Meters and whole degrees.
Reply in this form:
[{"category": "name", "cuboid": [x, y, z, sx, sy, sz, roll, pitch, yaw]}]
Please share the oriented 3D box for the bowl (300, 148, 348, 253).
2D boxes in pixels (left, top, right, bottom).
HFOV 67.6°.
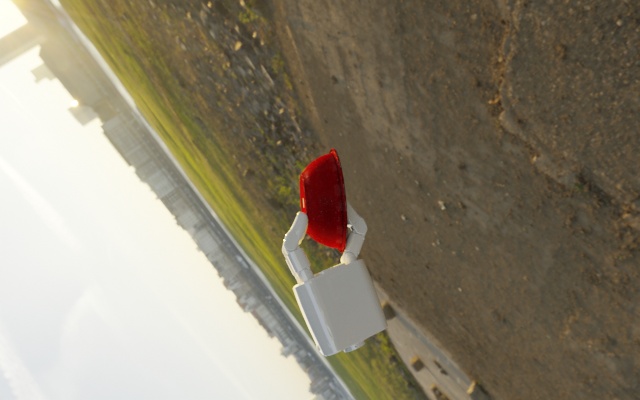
[{"category": "bowl", "cuboid": [-0.001, 0.001, 0.734, 0.055, 0.162, 0.162, -5, 0, -7]}]
